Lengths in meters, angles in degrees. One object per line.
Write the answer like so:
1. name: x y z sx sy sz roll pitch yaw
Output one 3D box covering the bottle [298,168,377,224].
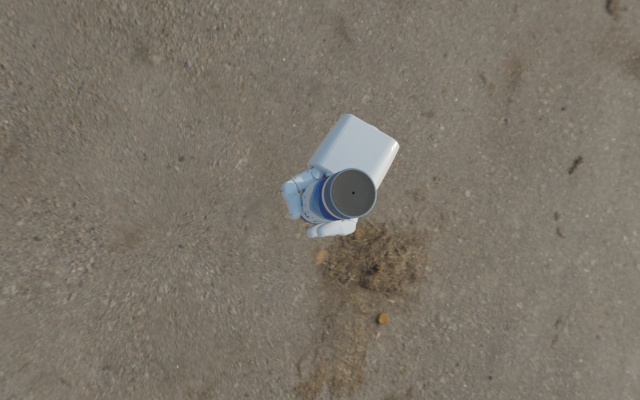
1. bottle: 0.000 0.003 0.762 0.069 0.069 0.296 0 -5 -17
